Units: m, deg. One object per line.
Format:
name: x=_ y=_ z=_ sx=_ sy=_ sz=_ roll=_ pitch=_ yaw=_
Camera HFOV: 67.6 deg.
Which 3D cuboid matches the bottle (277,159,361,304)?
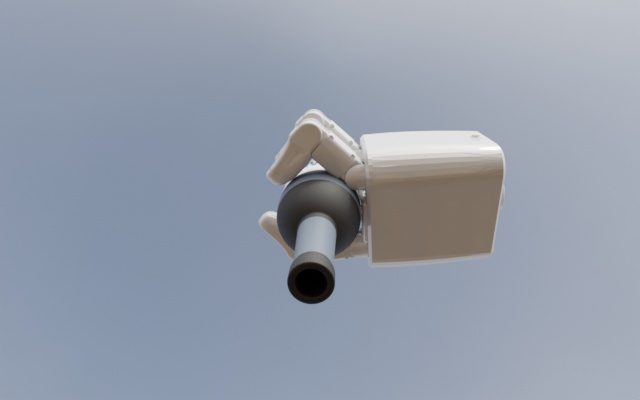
bottle: x=0.000 y=0.001 z=0.410 sx=0.069 sy=0.069 sz=0.295 roll=0 pitch=18 yaw=2
